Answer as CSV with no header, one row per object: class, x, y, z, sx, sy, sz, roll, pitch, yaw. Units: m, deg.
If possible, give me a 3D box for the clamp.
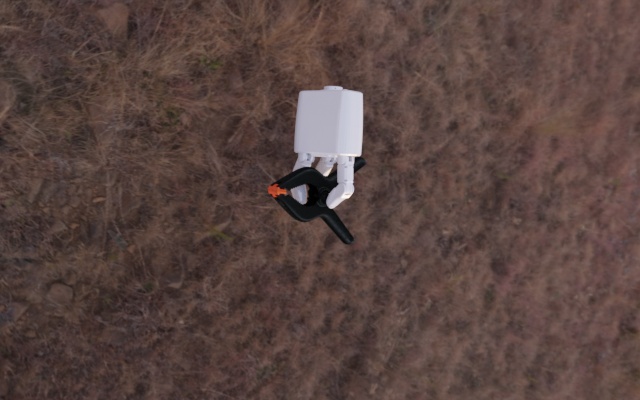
clamp,0.000,0.003,0.839,0.210,0.164,0.036,-2,7,-42
